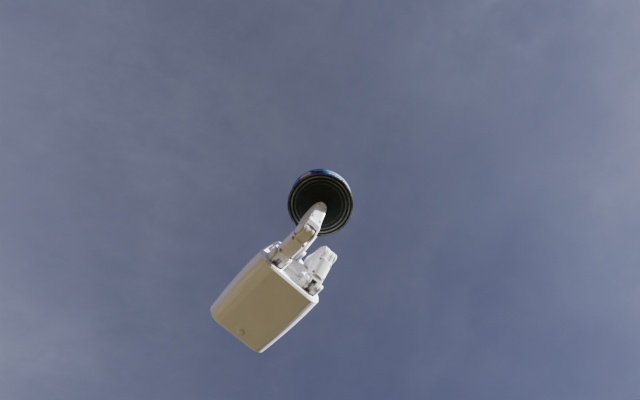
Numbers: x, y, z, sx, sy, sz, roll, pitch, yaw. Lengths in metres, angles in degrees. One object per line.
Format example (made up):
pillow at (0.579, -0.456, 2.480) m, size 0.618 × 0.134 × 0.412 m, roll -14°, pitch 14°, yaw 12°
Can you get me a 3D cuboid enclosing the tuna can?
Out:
tuna can at (0.000, 0.002, 0.633) m, size 0.086 × 0.086 × 0.033 m, roll 0°, pitch 16°, yaw 1°
